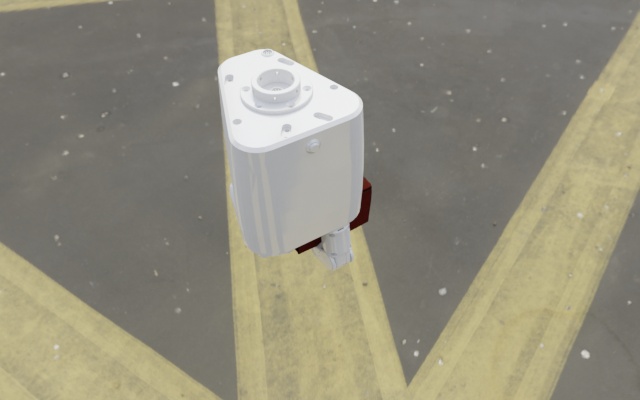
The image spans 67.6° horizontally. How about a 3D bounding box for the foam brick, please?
[{"bbox_3d":[0.000,0.001,0.430,0.078,0.051,0.053,-24,53,-20],"label":"foam brick"}]
